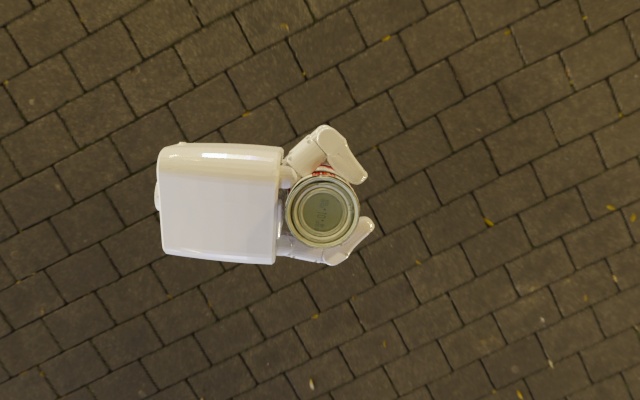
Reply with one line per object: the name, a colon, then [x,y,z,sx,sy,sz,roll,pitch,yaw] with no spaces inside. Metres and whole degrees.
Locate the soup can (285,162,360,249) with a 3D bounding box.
soup can: [0.001,0.002,0.463,0.068,0.068,0.102,0,11,-2]
